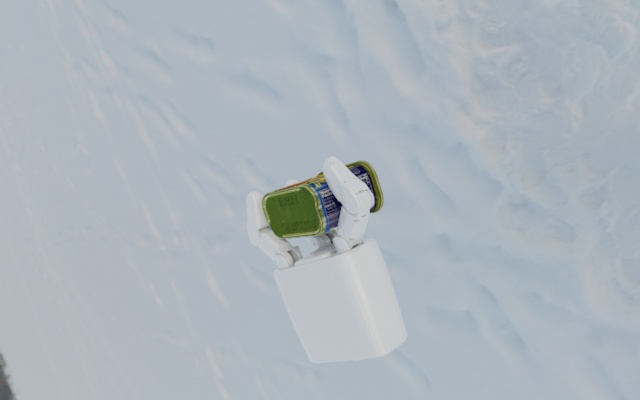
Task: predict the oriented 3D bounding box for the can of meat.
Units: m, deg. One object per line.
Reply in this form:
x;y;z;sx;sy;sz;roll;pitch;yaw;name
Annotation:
0.000;0.002;0.501;0.084;0.057;0.102;-22;6;-37;can of meat
